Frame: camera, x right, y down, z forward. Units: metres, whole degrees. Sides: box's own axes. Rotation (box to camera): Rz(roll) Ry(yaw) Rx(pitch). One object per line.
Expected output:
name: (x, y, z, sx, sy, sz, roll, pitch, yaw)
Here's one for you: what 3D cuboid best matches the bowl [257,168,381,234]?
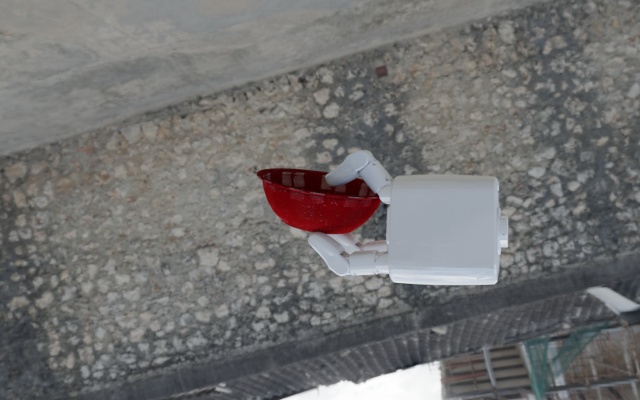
bowl: (-0.001, 0.002, 0.581, 0.162, 0.055, 0.162, 8, 12, -2)
